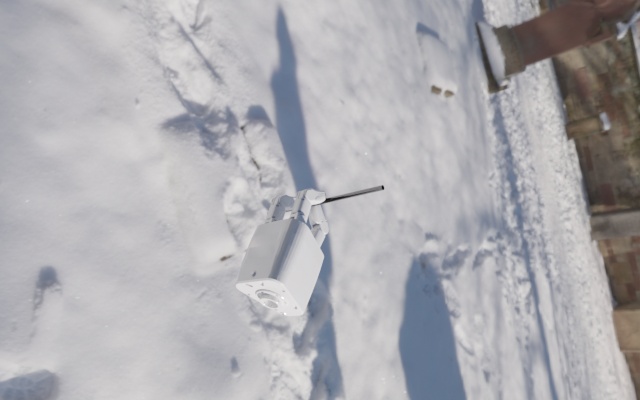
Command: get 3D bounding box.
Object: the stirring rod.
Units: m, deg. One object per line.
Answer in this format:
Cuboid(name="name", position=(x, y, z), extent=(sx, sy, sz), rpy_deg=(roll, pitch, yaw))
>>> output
Cuboid(name="stirring rod", position=(0.000, 0.003, 0.788), extent=(0.239, 0.011, 0.011), rpy_deg=(-13, -8, 37))
